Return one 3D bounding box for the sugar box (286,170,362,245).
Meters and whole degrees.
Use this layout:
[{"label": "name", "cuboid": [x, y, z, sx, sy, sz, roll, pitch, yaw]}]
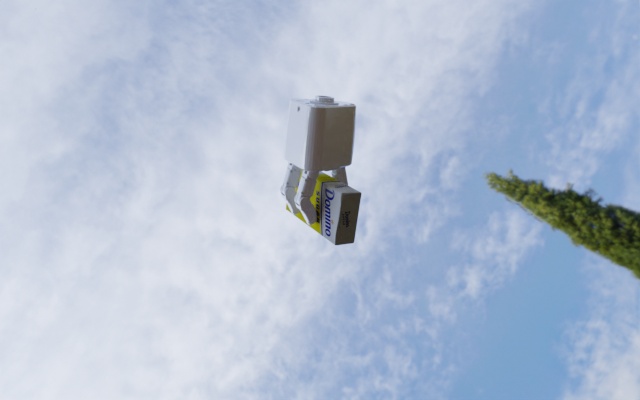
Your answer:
[{"label": "sugar box", "cuboid": [0.000, 0.003, 0.843, 0.048, 0.093, 0.176, -3, 20, -30]}]
